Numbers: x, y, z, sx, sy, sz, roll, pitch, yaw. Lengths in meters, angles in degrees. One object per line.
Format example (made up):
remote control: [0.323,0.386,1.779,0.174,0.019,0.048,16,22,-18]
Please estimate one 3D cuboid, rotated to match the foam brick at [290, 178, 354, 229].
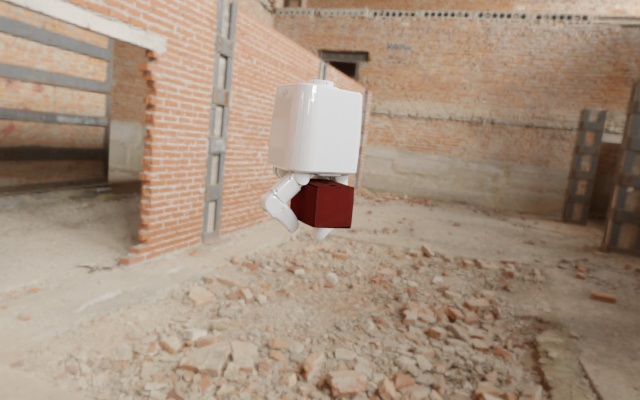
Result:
foam brick: [0.000,0.002,0.601,0.053,0.051,0.078,2,9,-28]
